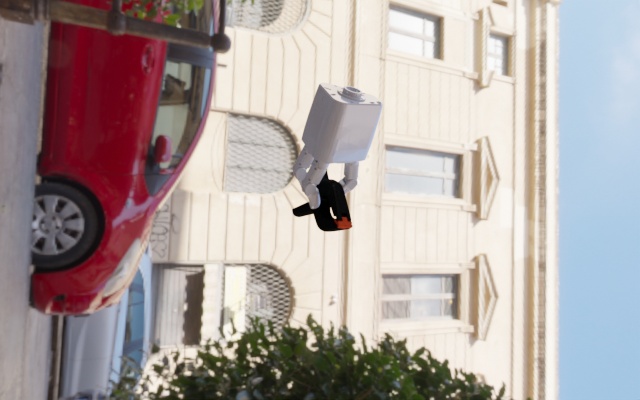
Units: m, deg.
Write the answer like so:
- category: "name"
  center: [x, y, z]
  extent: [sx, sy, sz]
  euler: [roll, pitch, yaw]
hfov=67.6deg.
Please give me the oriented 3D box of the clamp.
- category: "clamp"
  center: [0.001, 0.003, 0.874]
  extent: [0.036, 0.165, 0.209]
  euler: [2, 32, -25]
